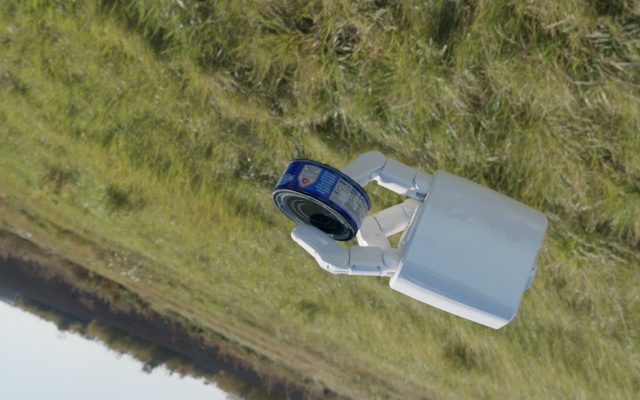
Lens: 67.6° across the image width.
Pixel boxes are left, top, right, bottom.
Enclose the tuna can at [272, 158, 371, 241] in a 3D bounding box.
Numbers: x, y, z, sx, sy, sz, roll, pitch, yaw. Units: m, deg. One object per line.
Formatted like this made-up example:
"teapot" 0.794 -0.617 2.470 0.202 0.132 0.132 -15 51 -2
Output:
"tuna can" 0.000 0.002 0.431 0.086 0.033 0.086 24 -22 11
